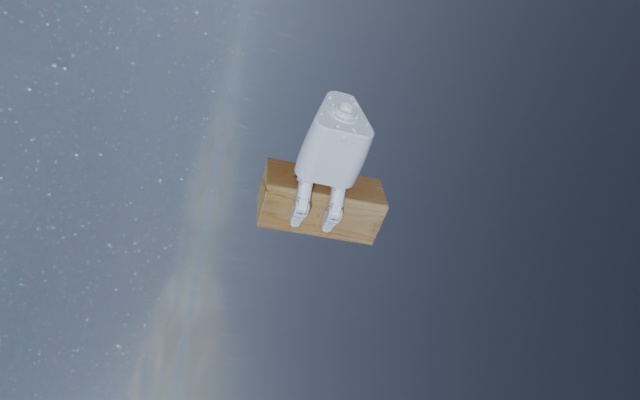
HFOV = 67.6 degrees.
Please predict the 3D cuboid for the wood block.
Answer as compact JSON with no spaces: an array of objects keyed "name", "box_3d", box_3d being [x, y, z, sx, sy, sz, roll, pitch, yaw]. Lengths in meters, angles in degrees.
[{"name":"wood block","box_3d":[0.000,0.002,0.827,0.206,0.090,0.090,11,34,-13]}]
